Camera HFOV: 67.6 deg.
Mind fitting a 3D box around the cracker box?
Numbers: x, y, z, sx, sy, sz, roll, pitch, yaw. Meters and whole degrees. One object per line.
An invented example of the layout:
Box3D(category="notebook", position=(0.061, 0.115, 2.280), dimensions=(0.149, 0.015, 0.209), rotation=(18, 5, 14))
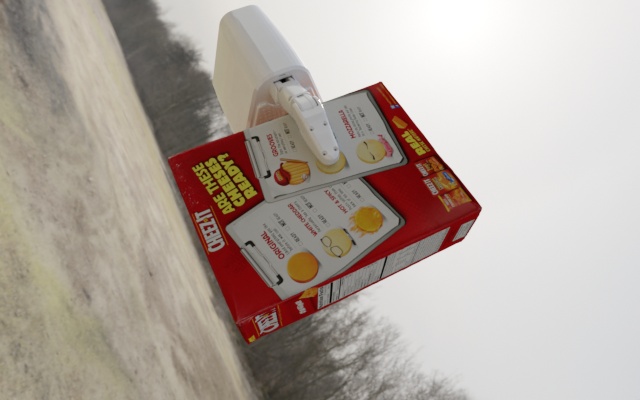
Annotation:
Box3D(category="cracker box", position=(0.000, 0.001, 0.420), dimensions=(0.213, 0.164, 0.072), rotation=(-23, -29, -13))
